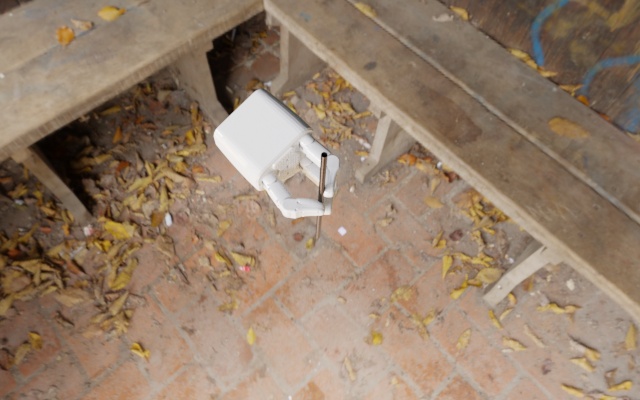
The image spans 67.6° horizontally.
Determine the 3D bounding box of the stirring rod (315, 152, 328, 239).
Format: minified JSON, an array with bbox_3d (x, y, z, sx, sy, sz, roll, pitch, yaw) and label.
[{"bbox_3d":[0.000,0.002,0.664,0.011,0.011,0.240,0,-28,-2],"label":"stirring rod"}]
